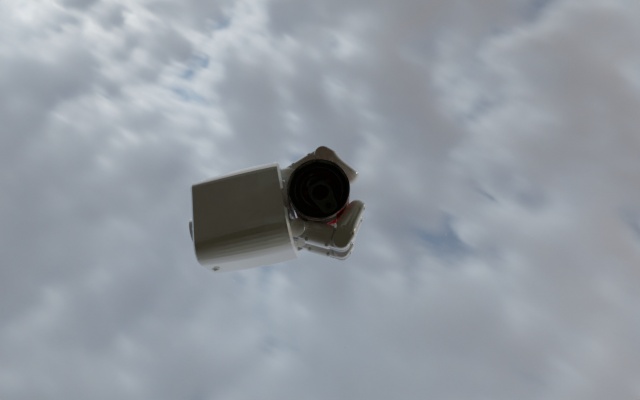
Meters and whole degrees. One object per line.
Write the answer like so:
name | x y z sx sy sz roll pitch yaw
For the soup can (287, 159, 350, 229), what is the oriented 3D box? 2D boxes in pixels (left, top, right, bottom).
soup can | 0.001 0.002 0.559 0.068 0.068 0.102 0 -17 3
